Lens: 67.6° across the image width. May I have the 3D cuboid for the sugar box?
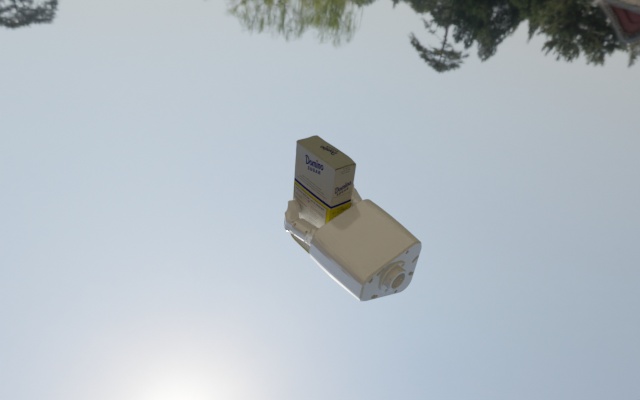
[{"bbox_3d":[0.001,0.002,0.709,0.048,0.176,0.093,-19,43,-35],"label":"sugar box"}]
